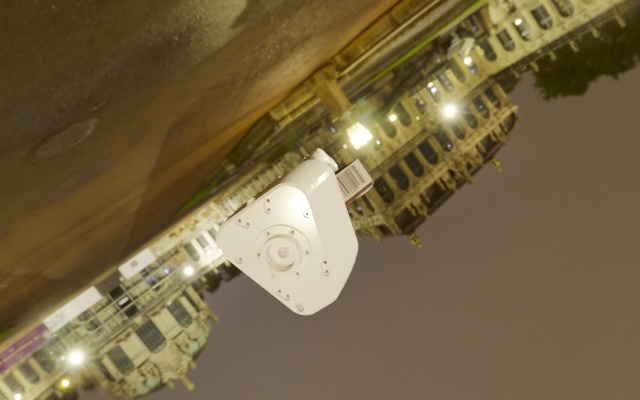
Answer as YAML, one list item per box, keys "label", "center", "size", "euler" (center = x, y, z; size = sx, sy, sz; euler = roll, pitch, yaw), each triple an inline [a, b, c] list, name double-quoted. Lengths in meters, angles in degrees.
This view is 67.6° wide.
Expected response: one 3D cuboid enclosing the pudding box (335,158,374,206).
- label: "pudding box"
  center: [0.000, 0.002, 0.566]
  size: [0.113, 0.039, 0.090]
  euler: [-35, 3, -12]
